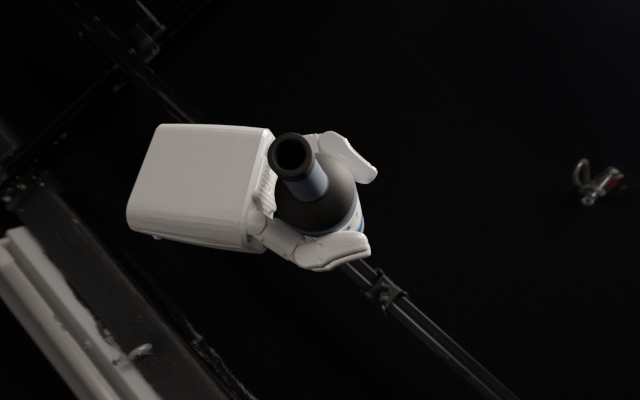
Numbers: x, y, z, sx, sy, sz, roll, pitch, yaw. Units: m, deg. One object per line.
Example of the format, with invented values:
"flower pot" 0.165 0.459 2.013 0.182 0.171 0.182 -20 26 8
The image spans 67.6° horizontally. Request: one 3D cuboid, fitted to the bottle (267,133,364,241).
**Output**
"bottle" 0.000 0.001 0.422 0.069 0.069 0.296 0 -11 7
